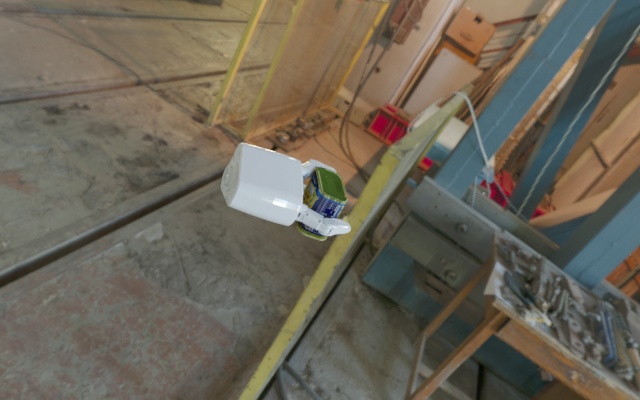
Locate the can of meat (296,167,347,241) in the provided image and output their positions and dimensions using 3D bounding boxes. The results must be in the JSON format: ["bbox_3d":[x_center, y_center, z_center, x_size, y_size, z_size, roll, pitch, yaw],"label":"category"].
[{"bbox_3d":[0.000,0.002,0.810,0.057,0.084,0.102,20,29,-20],"label":"can of meat"}]
